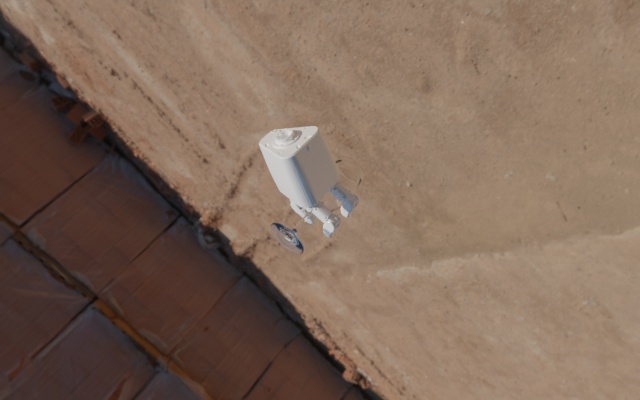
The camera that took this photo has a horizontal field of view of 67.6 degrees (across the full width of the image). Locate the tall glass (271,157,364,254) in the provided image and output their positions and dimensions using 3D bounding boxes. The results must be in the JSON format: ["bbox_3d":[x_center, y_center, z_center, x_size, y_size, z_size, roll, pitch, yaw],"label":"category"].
[{"bbox_3d":[0.000,0.003,0.883,0.079,0.079,0.201,0,40,51],"label":"tall glass"}]
